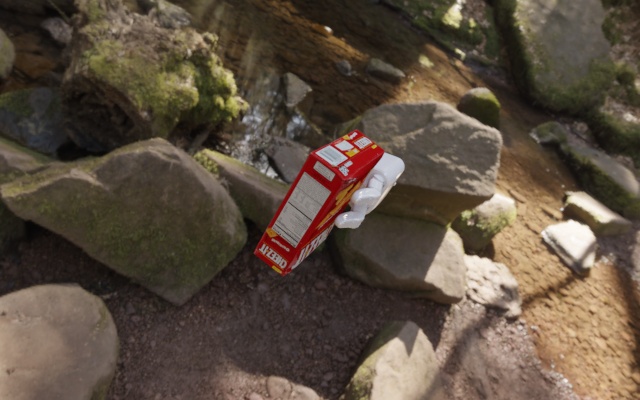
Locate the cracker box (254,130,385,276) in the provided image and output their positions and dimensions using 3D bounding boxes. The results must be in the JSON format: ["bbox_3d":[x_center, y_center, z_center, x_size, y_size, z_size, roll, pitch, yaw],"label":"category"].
[{"bbox_3d":[0.000,0.002,0.774,0.072,0.214,0.164,38,32,10],"label":"cracker box"}]
